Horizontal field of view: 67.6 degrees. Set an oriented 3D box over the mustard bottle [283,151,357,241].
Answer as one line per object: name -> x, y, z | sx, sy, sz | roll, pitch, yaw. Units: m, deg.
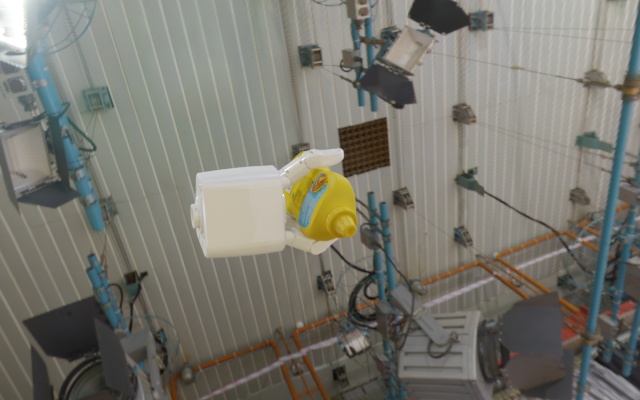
mustard bottle -> 0.000, 0.002, 0.670 | 0.058, 0.096, 0.191 | 21, 12, -30
